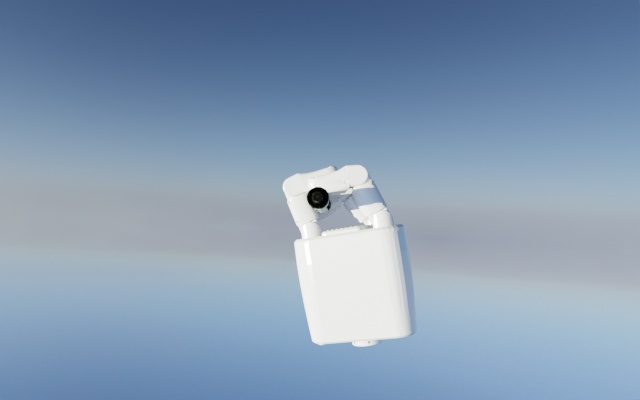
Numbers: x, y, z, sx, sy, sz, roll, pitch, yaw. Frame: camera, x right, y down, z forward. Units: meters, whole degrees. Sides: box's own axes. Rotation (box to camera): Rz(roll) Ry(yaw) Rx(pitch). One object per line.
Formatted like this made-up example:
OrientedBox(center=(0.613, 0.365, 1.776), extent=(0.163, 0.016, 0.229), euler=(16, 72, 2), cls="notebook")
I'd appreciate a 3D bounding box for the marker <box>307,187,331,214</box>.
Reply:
OrientedBox(center=(0.000, 0.001, 0.452), extent=(0.020, 0.020, 0.121), euler=(0, -4, 2), cls="marker")
